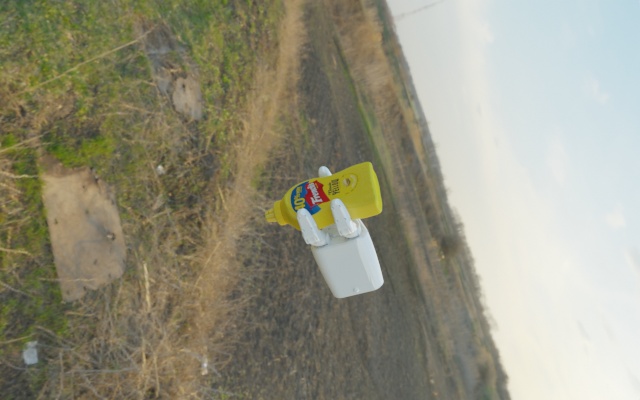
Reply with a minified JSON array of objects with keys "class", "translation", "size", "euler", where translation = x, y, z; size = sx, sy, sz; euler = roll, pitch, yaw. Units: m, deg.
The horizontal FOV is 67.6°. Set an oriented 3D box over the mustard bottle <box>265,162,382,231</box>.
[{"class":"mustard bottle","translation":[0.000,0.002,0.778],"size":[0.191,0.096,0.058],"euler":[-16,-44,14]}]
